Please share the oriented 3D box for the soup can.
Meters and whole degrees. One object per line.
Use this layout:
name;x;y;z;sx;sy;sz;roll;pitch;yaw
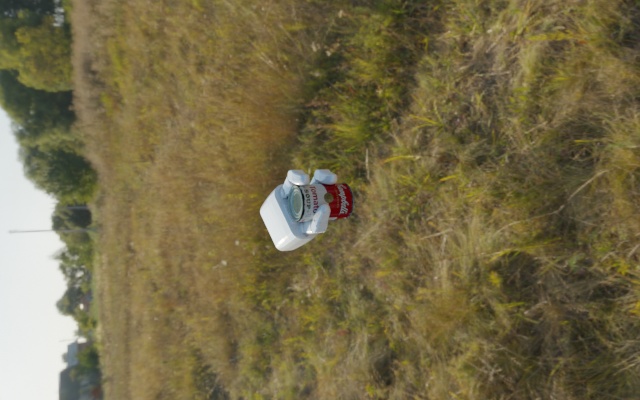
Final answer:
soup can;0.000;0.003;0.868;0.102;0.068;0.068;-2;1;-27
